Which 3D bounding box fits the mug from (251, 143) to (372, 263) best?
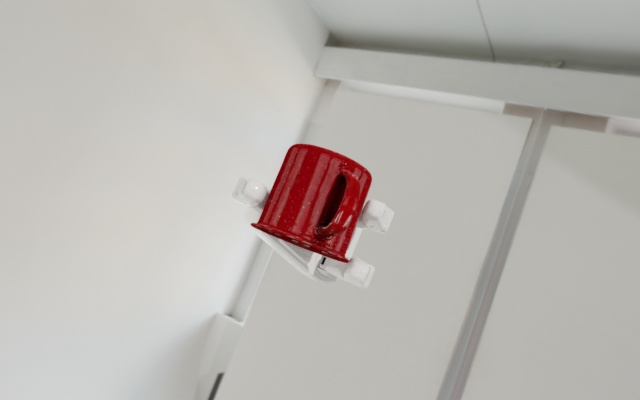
[{"bbox_3d":[0.001,0.001,0.413,0.093,0.081,0.117,24,-9,-19],"label":"mug"}]
